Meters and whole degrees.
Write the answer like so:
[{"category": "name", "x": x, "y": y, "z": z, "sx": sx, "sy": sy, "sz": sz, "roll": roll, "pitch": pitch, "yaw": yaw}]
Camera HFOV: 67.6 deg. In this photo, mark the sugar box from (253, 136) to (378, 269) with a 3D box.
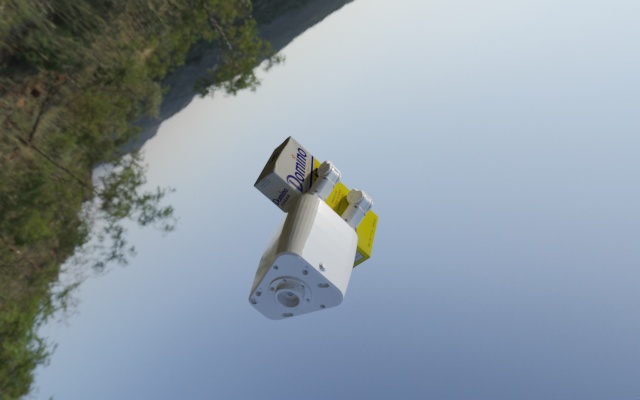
[{"category": "sugar box", "x": 0.001, "y": 0.002, "z": 0.644, "sx": 0.048, "sy": 0.176, "sz": 0.093, "roll": -35, "pitch": 22, "yaw": 32}]
